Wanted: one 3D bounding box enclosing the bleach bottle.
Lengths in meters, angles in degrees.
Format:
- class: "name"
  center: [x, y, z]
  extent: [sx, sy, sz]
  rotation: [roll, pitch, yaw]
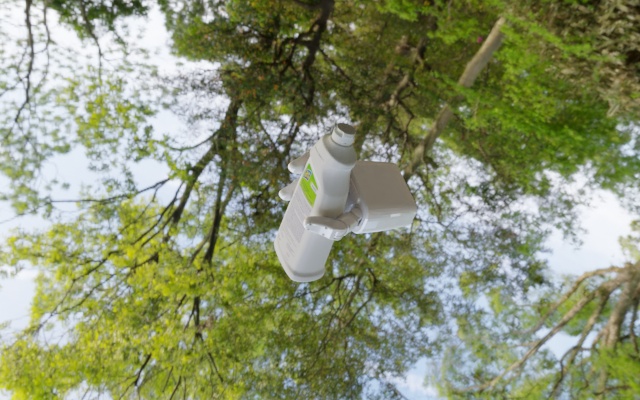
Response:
- class: "bleach bottle"
  center: [0.000, 0.002, 0.716]
  extent: [0.068, 0.251, 0.102]
  rotation: [-4, 43, -32]
